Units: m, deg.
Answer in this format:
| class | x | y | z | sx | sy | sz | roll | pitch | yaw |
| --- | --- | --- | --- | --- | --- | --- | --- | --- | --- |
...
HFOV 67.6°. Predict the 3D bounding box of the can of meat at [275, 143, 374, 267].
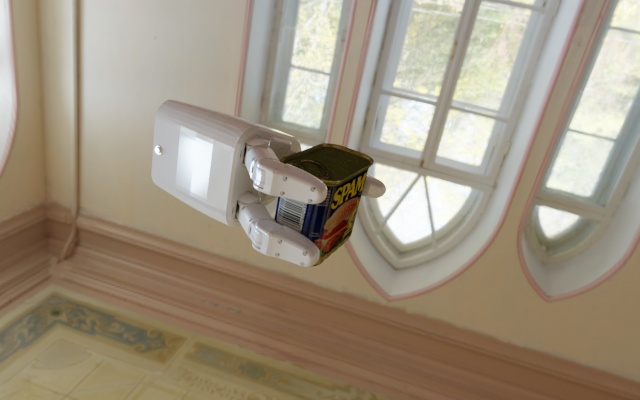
| class | x | y | z | sx | sy | sz | roll | pitch | yaw |
| --- | --- | --- | --- | --- | --- | --- | --- | --- | --- |
| can of meat | 0.000 | 0.002 | 0.438 | 0.057 | 0.084 | 0.102 | 22 | 25 | 21 |
